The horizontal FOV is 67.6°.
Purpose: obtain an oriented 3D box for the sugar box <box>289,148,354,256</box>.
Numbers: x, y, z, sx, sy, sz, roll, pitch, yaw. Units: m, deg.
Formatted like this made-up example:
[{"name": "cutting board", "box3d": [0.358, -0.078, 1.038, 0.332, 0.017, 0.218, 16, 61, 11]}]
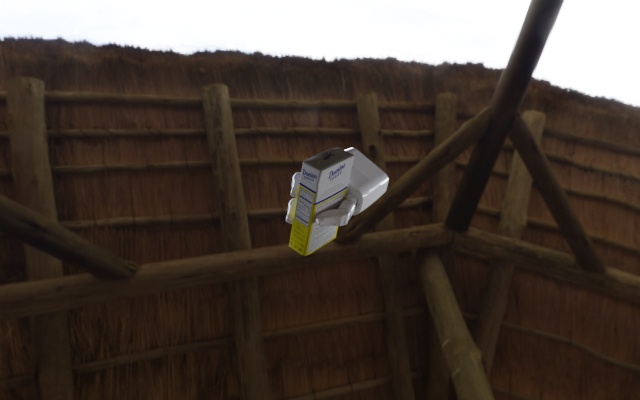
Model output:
[{"name": "sugar box", "box3d": [0.000, 0.002, 0.817, 0.048, 0.176, 0.093, 29, 36, 29]}]
